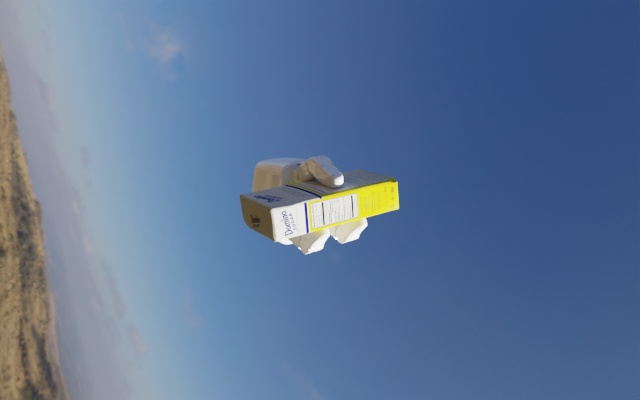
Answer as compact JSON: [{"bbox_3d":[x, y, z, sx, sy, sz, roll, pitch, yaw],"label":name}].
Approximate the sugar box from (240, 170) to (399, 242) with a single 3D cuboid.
[{"bbox_3d":[0.000,0.002,0.590,0.176,0.048,0.093,-16,18,-27],"label":"sugar box"}]
